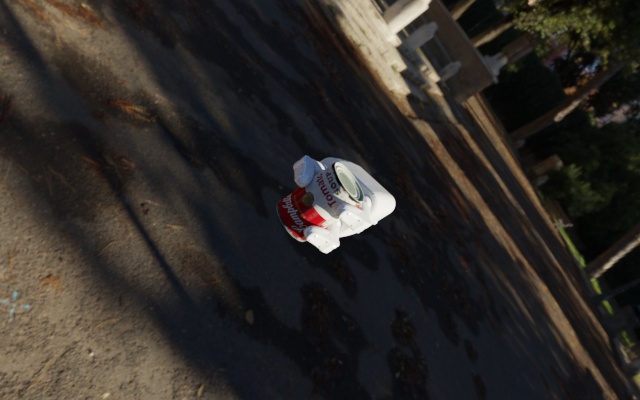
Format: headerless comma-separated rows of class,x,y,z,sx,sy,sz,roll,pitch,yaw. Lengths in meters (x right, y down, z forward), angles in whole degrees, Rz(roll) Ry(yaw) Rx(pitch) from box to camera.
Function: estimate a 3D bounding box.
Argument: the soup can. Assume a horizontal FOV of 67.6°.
soup can,0.000,0.002,0.651,0.102,0.068,0.068,-34,-14,21
